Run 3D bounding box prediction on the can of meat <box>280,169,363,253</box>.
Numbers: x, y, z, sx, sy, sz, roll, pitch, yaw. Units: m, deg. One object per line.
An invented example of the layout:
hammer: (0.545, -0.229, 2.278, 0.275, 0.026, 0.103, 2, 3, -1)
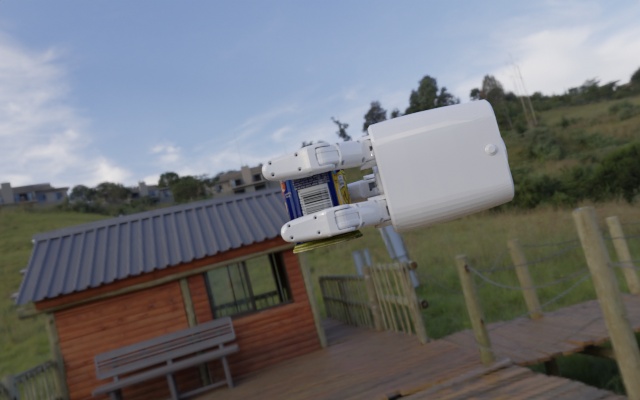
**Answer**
can of meat: (0.000, 0.001, 0.456, 0.057, 0.084, 0.102, -14, -5, 10)
